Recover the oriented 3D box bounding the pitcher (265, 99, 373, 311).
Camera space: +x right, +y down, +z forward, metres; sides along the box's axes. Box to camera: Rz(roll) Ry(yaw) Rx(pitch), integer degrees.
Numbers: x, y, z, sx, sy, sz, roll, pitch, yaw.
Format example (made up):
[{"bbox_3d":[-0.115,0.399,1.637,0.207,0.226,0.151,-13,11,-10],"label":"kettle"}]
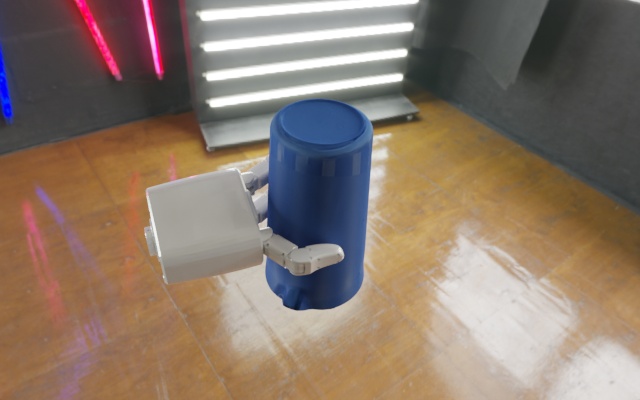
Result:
[{"bbox_3d":[0.000,0.002,0.576,0.145,0.243,0.149,-13,44,-18],"label":"pitcher"}]
